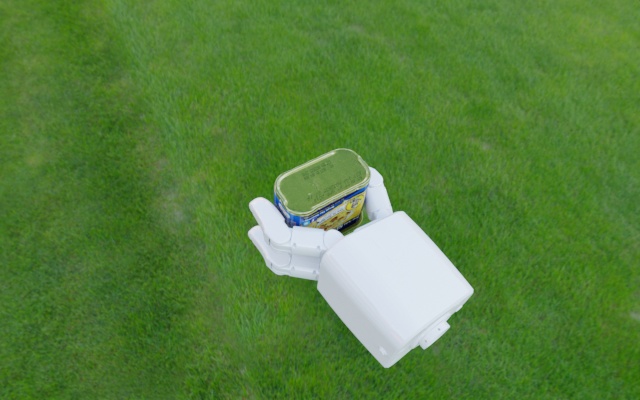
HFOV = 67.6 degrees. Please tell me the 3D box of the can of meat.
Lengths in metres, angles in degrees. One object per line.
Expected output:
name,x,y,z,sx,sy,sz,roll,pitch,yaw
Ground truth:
can of meat,0.000,0.001,0.495,0.102,0.057,0.084,-27,-27,-21
